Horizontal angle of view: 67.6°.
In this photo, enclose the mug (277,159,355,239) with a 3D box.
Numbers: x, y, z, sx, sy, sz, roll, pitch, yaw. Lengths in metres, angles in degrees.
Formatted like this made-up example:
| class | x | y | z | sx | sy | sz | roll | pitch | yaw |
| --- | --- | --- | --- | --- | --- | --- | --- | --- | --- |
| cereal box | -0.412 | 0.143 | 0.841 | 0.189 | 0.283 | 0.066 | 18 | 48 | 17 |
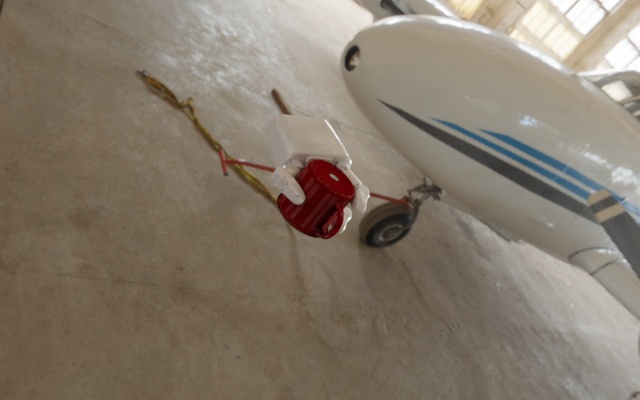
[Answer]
| class | x | y | z | sx | sy | sz | roll | pitch | yaw |
| --- | --- | --- | --- | --- | --- | --- | --- | --- | --- |
| mug | 0.001 | 0.003 | 0.693 | 0.093 | 0.117 | 0.081 | 17 | -55 | -38 |
